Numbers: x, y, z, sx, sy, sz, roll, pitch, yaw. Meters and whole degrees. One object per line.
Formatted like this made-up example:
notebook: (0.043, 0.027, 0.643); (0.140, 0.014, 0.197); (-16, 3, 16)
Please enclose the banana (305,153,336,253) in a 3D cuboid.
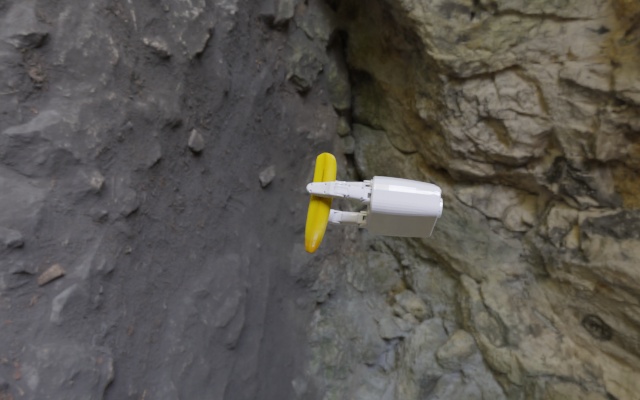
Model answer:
banana: (0.002, -0.011, 0.788); (0.037, 0.197, 0.070); (9, -35, -1)
